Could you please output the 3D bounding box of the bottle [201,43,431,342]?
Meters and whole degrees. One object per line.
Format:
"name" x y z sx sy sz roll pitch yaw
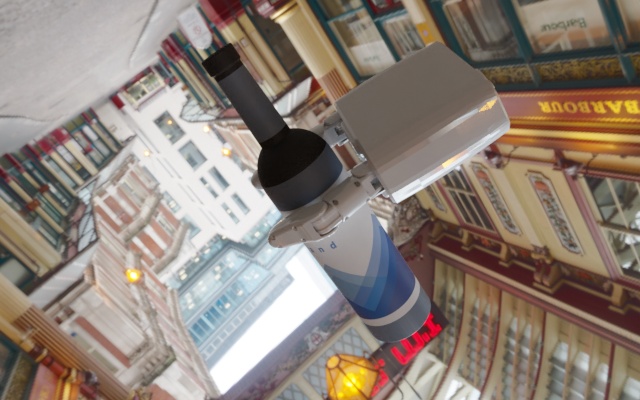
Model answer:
"bottle" 0.000 0.002 0.411 0.069 0.296 0.069 -29 24 14
